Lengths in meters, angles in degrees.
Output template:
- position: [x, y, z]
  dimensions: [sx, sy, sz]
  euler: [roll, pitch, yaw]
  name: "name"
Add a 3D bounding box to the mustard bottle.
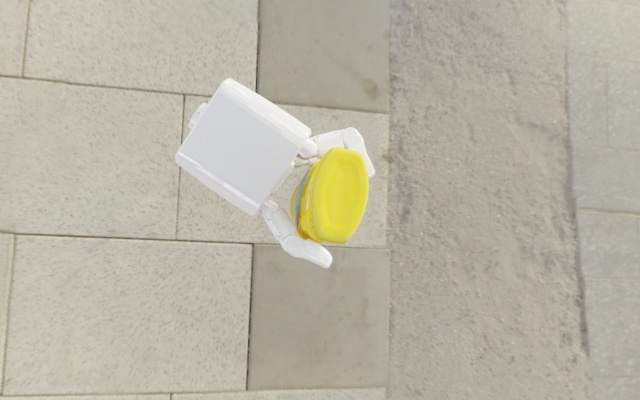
- position: [0.000, 0.002, 0.559]
  dimensions: [0.058, 0.096, 0.191]
  euler: [9, -7, -11]
  name: "mustard bottle"
